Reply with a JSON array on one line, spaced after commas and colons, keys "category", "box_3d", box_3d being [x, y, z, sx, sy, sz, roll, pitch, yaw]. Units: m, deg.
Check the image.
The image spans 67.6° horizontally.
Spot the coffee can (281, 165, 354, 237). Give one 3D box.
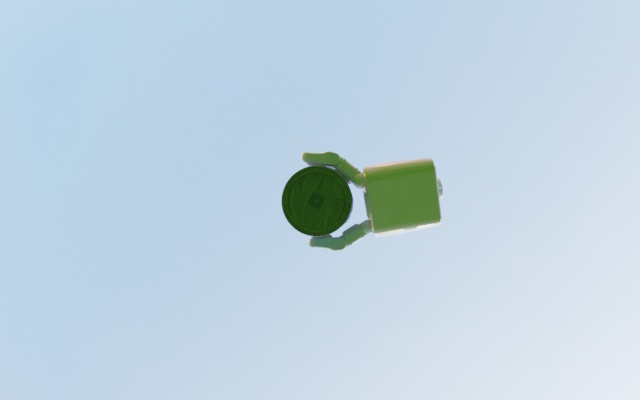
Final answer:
[{"category": "coffee can", "box_3d": [0.000, 0.003, 0.753, 0.103, 0.103, 0.140, 0, -1, 5]}]
